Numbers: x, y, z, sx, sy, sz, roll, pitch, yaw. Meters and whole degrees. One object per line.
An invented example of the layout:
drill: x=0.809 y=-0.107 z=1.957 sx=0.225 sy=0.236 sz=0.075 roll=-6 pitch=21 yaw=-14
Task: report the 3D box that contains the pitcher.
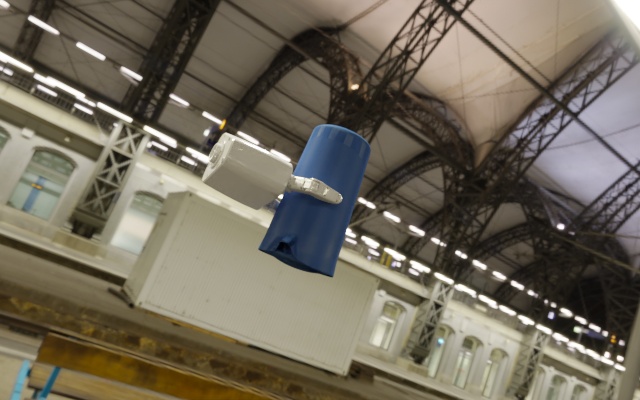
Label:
pitcher: x=0.000 y=0.003 z=0.822 sx=0.145 sy=0.242 sz=0.149 roll=26 pitch=-12 yaw=-25
